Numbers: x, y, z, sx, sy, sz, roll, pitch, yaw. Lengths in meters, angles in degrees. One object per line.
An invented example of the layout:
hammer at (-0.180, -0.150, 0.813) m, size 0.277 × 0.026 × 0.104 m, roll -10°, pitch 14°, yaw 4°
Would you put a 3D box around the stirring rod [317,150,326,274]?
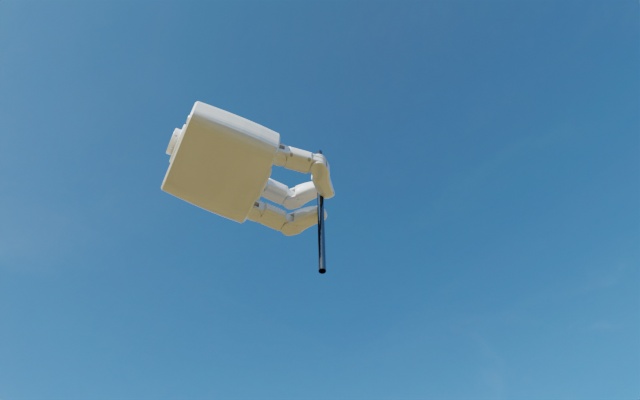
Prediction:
stirring rod at (0.000, 0.002, 0.595) m, size 0.011 × 0.011 × 0.239 m, roll 0°, pitch 37°, yaw -1°
